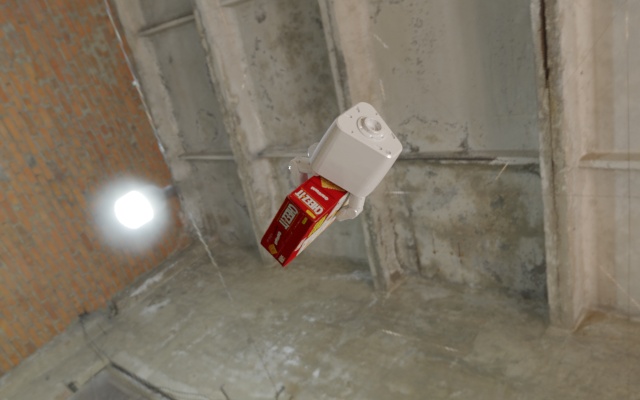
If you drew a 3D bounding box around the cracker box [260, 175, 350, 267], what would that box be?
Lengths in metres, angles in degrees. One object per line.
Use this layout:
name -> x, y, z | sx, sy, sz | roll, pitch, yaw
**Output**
cracker box -> 0.000, 0.003, 0.872 | 0.213, 0.072, 0.164 | -40, -11, -40
